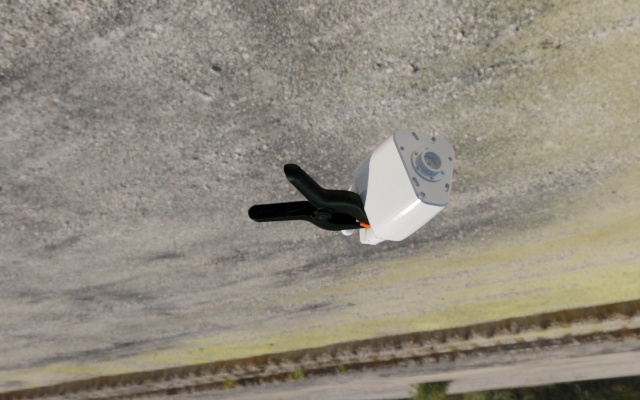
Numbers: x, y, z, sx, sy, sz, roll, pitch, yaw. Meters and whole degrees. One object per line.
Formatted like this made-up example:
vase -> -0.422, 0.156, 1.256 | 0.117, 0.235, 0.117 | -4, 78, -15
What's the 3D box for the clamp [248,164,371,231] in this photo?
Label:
clamp -> 0.000, 0.003, 0.636 | 0.171, 0.039, 0.120 | 7, -30, -22
